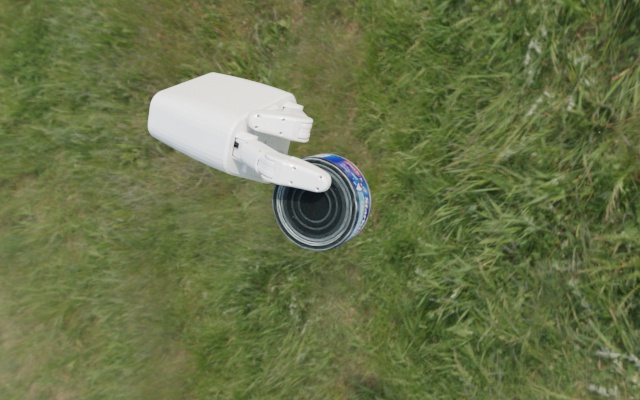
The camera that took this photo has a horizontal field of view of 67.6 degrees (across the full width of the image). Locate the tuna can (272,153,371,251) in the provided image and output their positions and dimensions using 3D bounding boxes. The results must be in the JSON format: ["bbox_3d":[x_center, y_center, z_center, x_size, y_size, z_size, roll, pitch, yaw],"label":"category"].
[{"bbox_3d":[0.000,0.002,0.431,0.086,0.086,0.033,0,9,25],"label":"tuna can"}]
